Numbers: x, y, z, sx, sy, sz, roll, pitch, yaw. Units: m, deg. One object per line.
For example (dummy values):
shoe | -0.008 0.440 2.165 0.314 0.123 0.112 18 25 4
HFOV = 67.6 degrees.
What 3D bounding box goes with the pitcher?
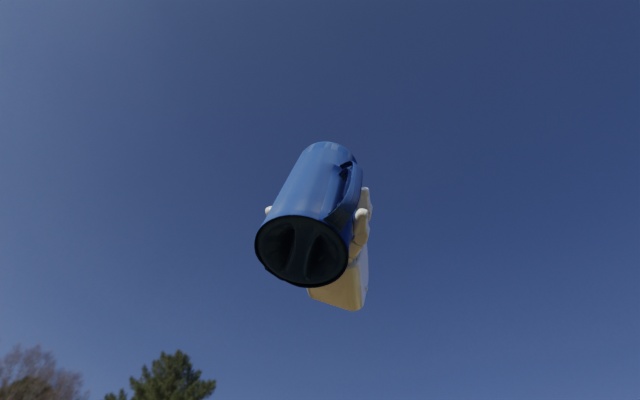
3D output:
pitcher | 0.000 0.003 0.742 0.149 0.145 0.242 0 35 13
